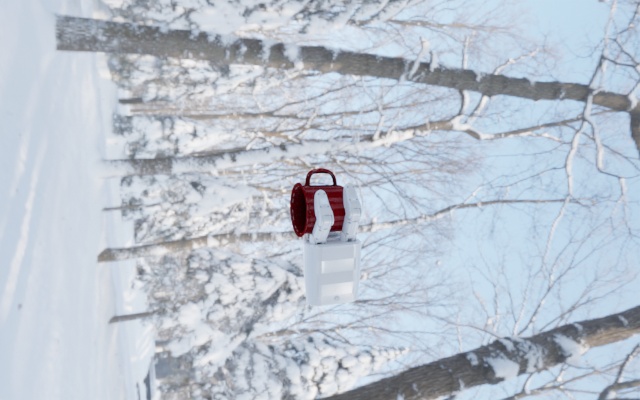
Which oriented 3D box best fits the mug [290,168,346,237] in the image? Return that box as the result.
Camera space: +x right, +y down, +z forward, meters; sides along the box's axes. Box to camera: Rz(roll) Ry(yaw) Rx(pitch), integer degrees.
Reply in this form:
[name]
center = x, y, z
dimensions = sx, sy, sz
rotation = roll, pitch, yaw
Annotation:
[mug]
center = 0.000, 0.001, 0.817
dimensions = 0.081, 0.117, 0.093
rotation = -2, 10, -21
